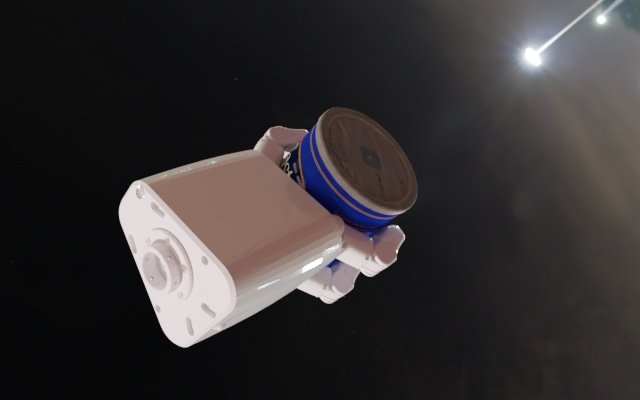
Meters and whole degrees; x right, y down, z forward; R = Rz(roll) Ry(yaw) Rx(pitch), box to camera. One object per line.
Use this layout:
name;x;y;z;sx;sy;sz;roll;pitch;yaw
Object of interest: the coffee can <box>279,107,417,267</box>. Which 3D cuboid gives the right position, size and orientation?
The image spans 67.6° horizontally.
coffee can;0.000;0.001;0.426;0.103;0.102;0.140;0;-32;-44
